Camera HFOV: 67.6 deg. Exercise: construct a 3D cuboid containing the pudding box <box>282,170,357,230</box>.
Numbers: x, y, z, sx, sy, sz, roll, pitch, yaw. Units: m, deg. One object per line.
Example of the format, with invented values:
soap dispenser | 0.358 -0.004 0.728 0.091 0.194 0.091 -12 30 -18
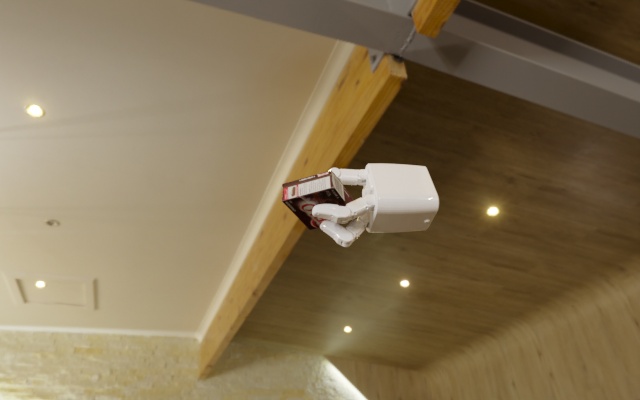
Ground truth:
pudding box | 0.000 0.002 0.784 0.090 0.039 0.113 -15 -35 18
